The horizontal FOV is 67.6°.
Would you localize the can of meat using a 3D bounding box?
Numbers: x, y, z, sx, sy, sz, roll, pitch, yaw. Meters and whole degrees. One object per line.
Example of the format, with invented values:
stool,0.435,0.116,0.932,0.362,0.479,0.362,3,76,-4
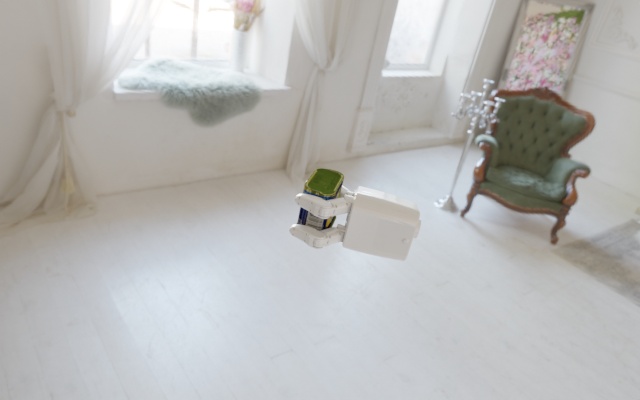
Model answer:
can of meat,0.000,0.002,0.793,0.057,0.084,0.102,16,28,8
